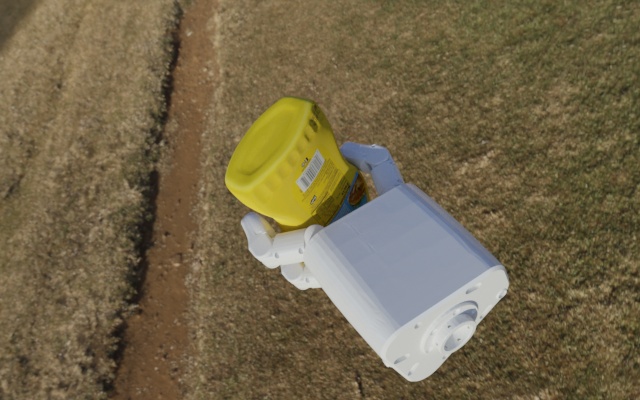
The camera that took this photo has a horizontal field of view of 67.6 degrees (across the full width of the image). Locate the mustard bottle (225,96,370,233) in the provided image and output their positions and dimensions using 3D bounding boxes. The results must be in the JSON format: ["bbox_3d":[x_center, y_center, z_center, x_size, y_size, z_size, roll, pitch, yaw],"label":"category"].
[{"bbox_3d":[0.000,0.001,0.438,0.058,0.096,0.192,18,-21,38],"label":"mustard bottle"}]
